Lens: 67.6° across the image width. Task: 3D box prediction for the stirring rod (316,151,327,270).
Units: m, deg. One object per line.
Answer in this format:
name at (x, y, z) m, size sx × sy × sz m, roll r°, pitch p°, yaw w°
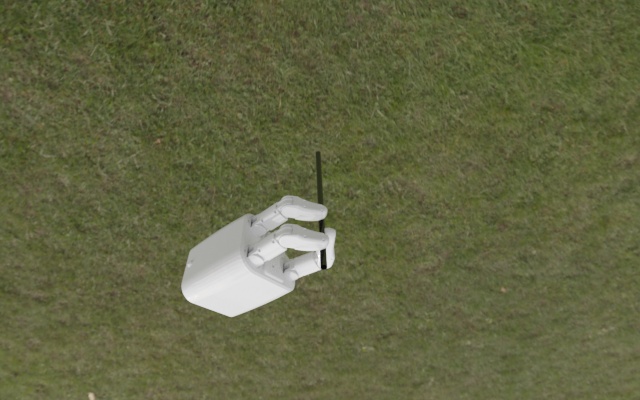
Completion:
stirring rod at (0.000, 0.002, 0.645) m, size 0.011 × 0.011 × 0.239 m, roll 0°, pitch 39°, yaw -2°
